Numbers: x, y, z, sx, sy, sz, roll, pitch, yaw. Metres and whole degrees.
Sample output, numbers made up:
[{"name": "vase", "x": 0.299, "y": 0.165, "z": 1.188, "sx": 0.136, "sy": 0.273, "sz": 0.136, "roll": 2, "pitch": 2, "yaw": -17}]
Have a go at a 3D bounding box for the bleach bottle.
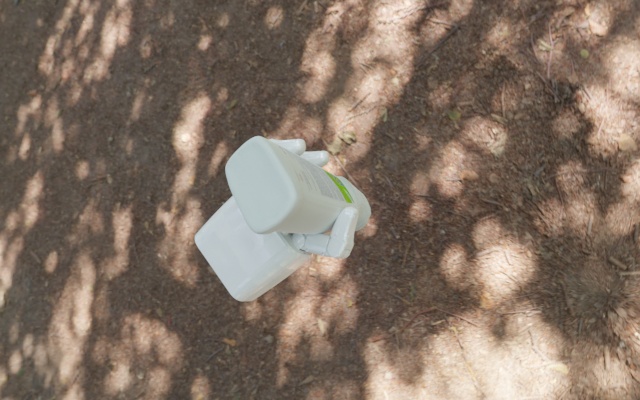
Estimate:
[{"name": "bleach bottle", "x": 0.000, "y": 0.002, "z": 0.577, "sx": 0.068, "sy": 0.102, "sz": 0.251, "roll": -40, "pitch": -27, "yaw": 19}]
